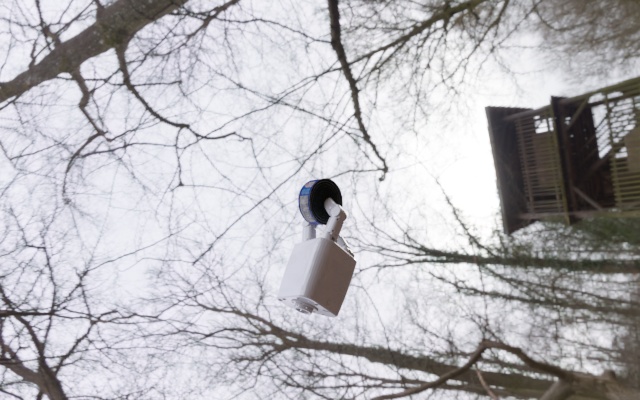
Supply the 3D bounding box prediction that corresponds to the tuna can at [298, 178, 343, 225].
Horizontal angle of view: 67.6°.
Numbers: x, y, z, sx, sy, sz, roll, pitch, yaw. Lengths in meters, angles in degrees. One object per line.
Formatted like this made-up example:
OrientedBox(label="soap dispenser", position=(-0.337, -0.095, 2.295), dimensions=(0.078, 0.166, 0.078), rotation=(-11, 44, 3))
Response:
OrientedBox(label="tuna can", position=(0.000, 0.003, 0.878), dimensions=(0.086, 0.086, 0.034), rotation=(0, -2, -44))
